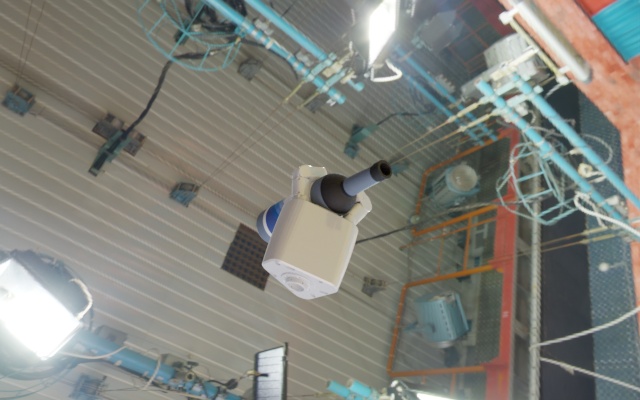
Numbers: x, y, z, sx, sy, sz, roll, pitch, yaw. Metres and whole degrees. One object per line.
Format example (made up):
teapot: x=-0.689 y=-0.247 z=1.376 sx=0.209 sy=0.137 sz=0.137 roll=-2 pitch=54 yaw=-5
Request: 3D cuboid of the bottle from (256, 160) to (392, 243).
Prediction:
bottle: x=0.000 y=0.002 z=0.751 sx=0.069 sy=0.069 sz=0.296 roll=0 pitch=-18 yaw=-38
